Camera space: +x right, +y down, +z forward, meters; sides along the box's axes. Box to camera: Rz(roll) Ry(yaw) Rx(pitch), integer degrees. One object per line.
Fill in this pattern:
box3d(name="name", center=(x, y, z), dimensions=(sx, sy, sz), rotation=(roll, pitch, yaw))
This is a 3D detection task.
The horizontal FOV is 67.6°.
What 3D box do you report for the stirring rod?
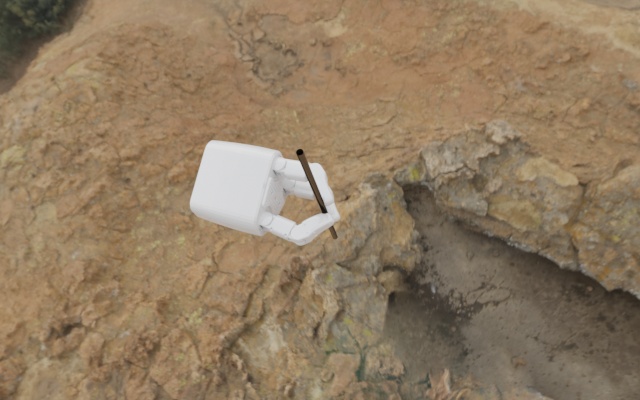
box3d(name="stirring rod", center=(0.000, 0.002, 0.599), dimensions=(0.011, 0.011, 0.240), rotation=(0, -26, 11))
